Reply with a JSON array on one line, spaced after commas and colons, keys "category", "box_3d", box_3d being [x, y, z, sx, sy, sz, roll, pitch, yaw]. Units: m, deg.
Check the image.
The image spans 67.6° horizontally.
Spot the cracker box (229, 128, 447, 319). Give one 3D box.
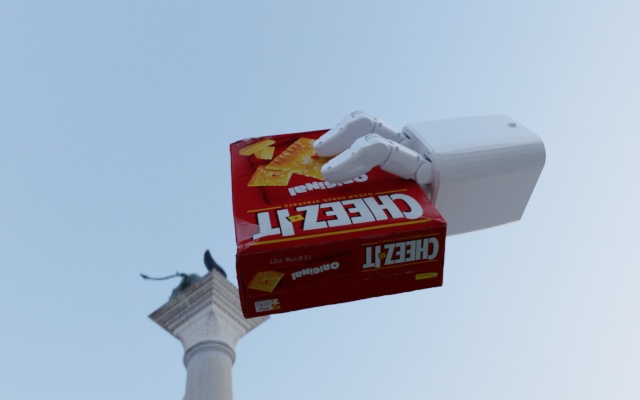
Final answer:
[{"category": "cracker box", "box_3d": [0.000, 0.002, 0.451, 0.164, 0.072, 0.213, -8, 30, -7]}]
